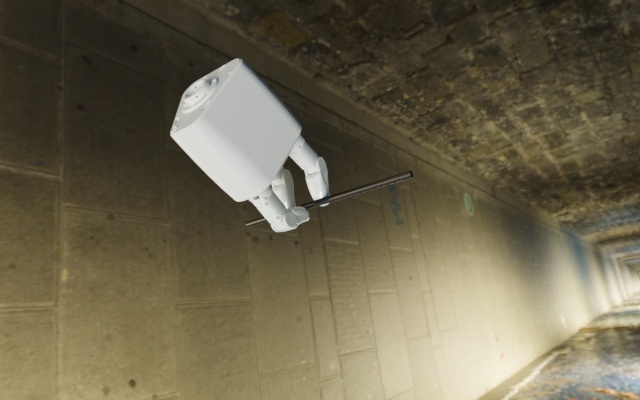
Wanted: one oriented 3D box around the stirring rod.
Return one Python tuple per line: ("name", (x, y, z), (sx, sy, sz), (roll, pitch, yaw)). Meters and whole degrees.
("stirring rod", (0.000, 0.002, 0.574), (0.239, 0.011, 0.011), (-17, -9, 32))
